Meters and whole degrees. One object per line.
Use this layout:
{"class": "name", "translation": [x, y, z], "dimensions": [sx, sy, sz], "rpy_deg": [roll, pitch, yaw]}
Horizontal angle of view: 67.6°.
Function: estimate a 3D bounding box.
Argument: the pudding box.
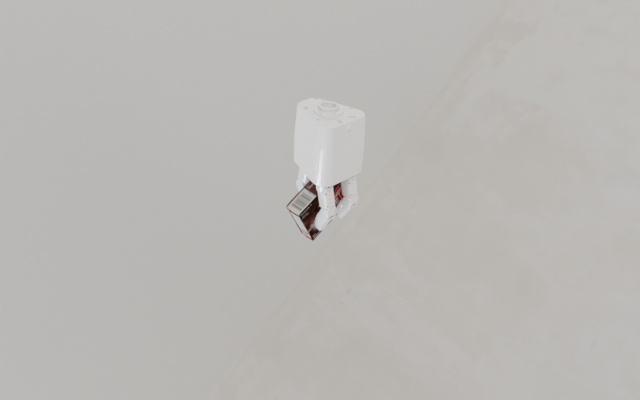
{"class": "pudding box", "translation": [0.000, 0.003, 0.841], "dimensions": [0.039, 0.113, 0.090], "rpy_deg": [35, -17, 34]}
